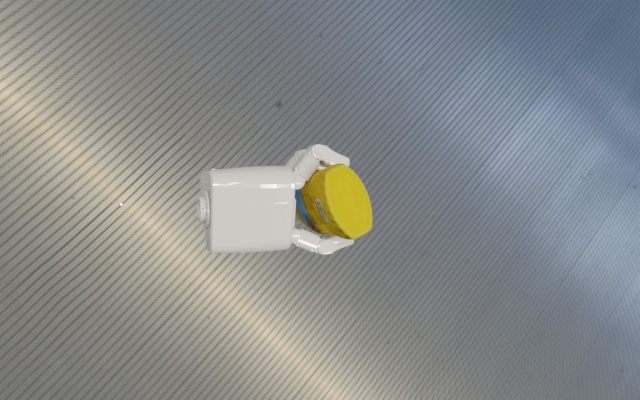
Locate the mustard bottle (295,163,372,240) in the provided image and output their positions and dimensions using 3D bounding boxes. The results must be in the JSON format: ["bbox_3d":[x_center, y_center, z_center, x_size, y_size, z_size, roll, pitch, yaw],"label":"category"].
[{"bbox_3d":[0.001,0.002,0.677,0.058,0.096,0.191,-28,10,-20],"label":"mustard bottle"}]
